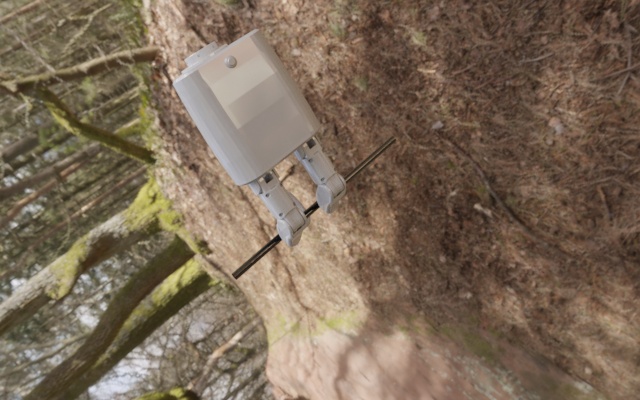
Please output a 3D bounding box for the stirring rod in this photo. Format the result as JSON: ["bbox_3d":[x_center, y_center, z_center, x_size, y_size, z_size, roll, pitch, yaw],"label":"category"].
[{"bbox_3d":[0.000,0.002,0.512,0.239,0.011,0.011,-41,17,-21],"label":"stirring rod"}]
